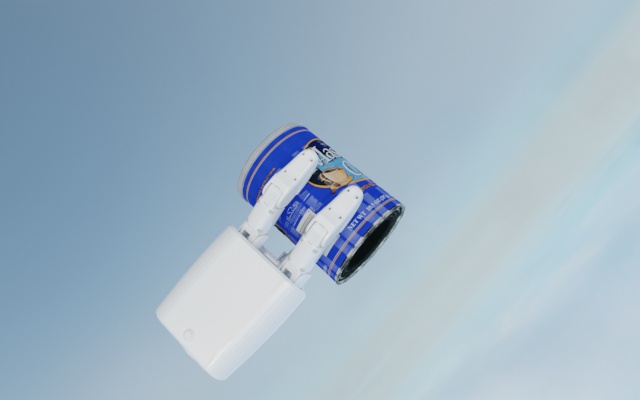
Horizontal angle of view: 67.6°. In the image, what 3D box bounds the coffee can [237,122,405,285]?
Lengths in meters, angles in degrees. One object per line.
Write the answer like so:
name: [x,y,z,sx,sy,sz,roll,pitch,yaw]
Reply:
coffee can: [0.000,0.001,0.491,0.140,0.103,0.103,40,14,18]
